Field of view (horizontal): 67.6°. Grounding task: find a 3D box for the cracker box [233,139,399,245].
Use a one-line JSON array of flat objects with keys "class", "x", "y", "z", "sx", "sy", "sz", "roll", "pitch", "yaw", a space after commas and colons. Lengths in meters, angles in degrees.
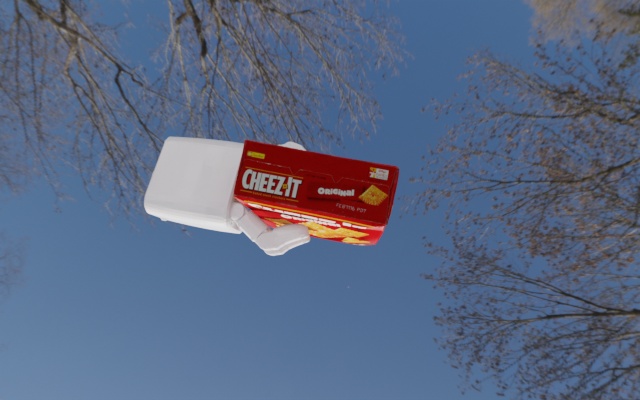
[{"class": "cracker box", "x": 0.000, "y": 0.002, "z": 0.585, "sx": 0.164, "sy": 0.072, "sz": 0.214, "roll": 10, "pitch": -9, "yaw": 5}]
